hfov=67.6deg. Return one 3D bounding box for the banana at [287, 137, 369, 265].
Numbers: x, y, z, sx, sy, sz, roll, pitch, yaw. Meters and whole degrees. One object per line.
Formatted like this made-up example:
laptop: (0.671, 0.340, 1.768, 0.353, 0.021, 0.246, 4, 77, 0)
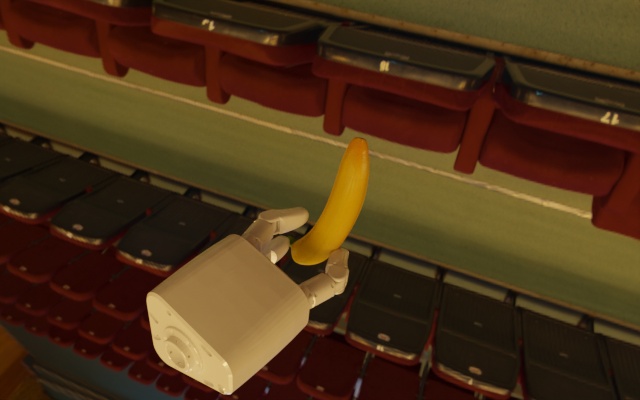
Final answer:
banana: (0.008, 0.018, 0.535, 0.037, 0.069, 0.198, -11, -31, -41)
